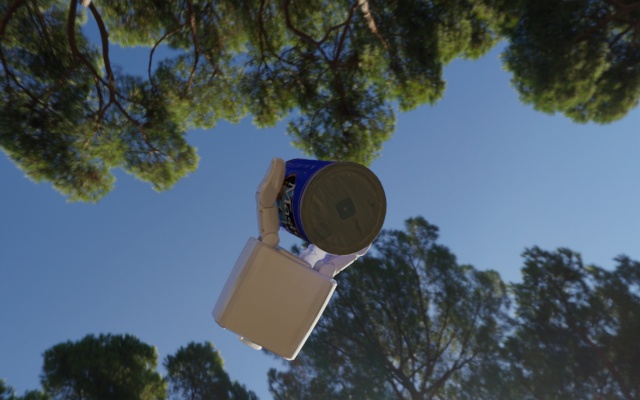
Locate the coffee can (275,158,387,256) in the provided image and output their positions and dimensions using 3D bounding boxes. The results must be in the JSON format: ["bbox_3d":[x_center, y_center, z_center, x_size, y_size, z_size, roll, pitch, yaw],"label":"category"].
[{"bbox_3d":[0.000,0.002,0.576,0.103,0.103,0.140,0,6,-23],"label":"coffee can"}]
